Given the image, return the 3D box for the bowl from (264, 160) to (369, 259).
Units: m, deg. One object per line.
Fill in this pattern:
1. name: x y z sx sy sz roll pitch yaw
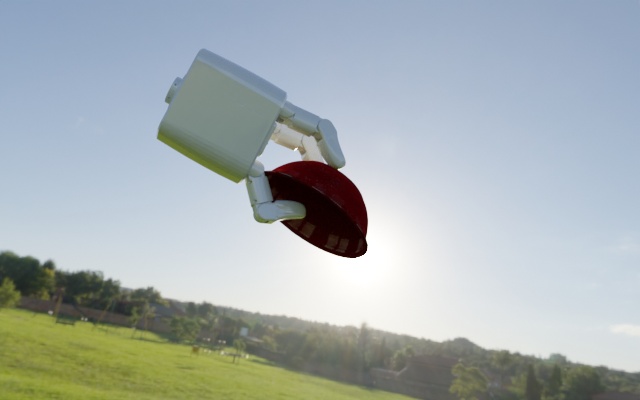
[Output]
1. bowl: 0.001 0.002 0.586 0.162 0.055 0.162 29 -25 15
